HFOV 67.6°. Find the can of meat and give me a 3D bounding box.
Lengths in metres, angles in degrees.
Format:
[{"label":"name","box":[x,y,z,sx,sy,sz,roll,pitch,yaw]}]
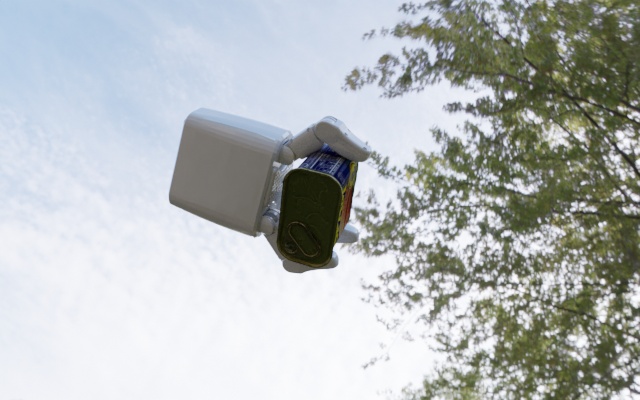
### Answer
[{"label":"can of meat","box":[0.000,0.001,0.481,0.057,0.102,0.084,15,29,12]}]
